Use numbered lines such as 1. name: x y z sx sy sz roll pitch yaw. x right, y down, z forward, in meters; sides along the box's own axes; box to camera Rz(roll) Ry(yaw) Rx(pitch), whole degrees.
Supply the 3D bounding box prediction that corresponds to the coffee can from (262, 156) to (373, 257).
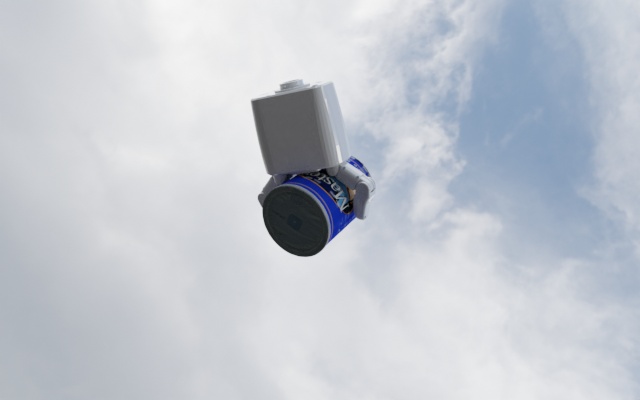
1. coffee can: 0.000 0.002 0.673 0.103 0.103 0.140 0 22 33
